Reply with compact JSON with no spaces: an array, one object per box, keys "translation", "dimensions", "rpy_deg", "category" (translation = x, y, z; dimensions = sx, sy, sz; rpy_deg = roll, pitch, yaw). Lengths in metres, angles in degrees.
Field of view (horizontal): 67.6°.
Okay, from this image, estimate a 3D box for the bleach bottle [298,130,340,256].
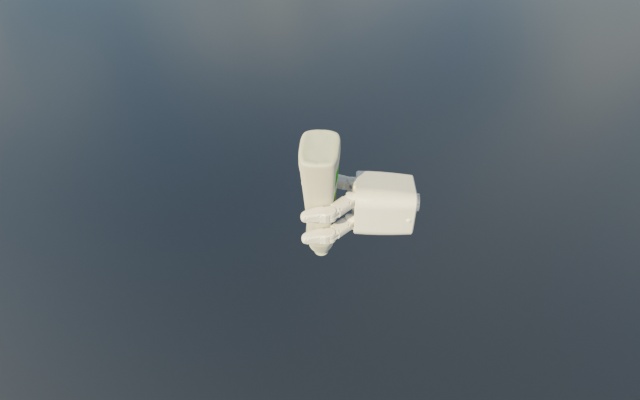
[{"translation":[0.000,0.003,0.862],"dimensions":[0.068,0.251,0.102],"rpy_deg":[3,45,4],"category":"bleach bottle"}]
